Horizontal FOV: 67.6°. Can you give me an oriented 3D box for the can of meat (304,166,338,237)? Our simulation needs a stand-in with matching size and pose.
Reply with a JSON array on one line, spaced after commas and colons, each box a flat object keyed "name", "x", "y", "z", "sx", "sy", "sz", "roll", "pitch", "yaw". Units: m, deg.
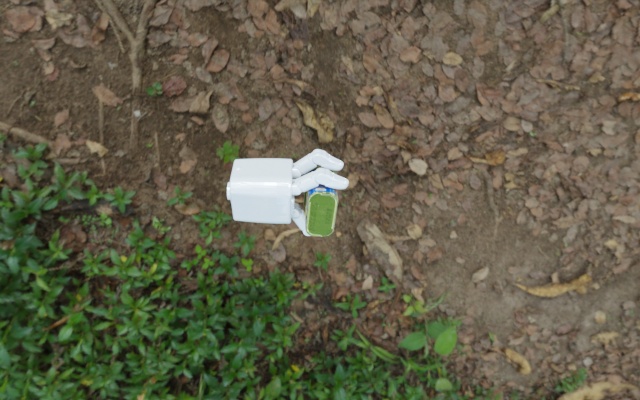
[{"name": "can of meat", "x": 0.000, "y": 0.003, "z": 0.864, "sx": 0.057, "sy": 0.102, "sz": 0.084, "roll": 3, "pitch": 36, "yaw": -4}]
